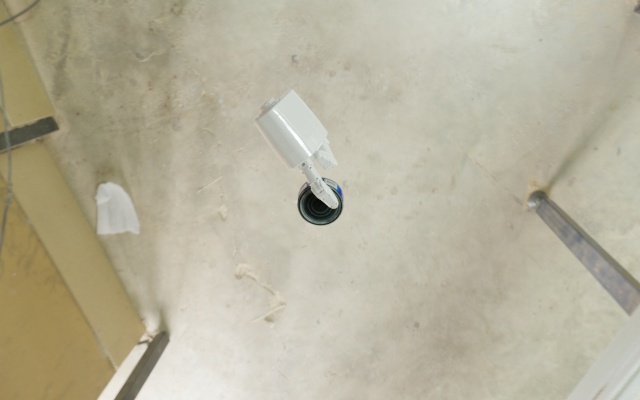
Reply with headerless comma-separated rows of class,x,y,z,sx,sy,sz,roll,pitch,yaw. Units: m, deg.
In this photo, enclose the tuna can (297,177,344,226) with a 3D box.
tuna can,0.000,0.003,0.875,0.086,0.086,0.033,0,25,2
